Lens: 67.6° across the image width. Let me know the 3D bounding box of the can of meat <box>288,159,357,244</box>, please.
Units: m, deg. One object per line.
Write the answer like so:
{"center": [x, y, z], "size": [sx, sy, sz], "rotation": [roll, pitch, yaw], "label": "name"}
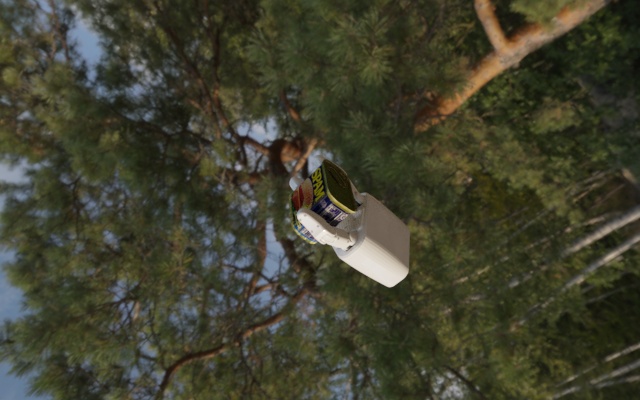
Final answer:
{"center": [0.000, 0.003, 0.708], "size": [0.057, 0.102, 0.084], "rotation": [34, -63, -29], "label": "can of meat"}
